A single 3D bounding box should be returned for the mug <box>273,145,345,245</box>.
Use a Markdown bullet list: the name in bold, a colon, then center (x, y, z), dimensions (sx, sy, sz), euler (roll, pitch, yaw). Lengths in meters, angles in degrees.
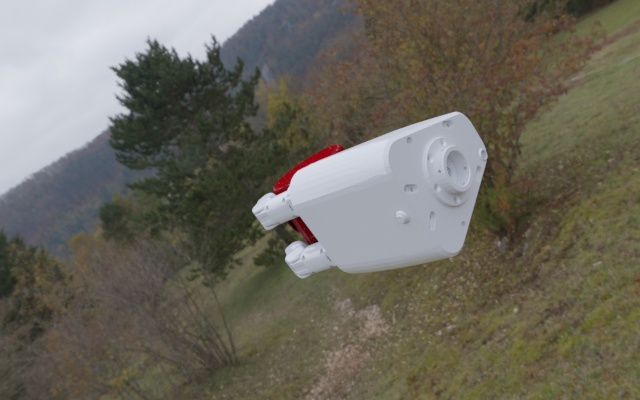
- **mug**: center (-0.001, 0.002, 0.480), dimensions (0.117, 0.081, 0.093), euler (-18, 21, 49)
